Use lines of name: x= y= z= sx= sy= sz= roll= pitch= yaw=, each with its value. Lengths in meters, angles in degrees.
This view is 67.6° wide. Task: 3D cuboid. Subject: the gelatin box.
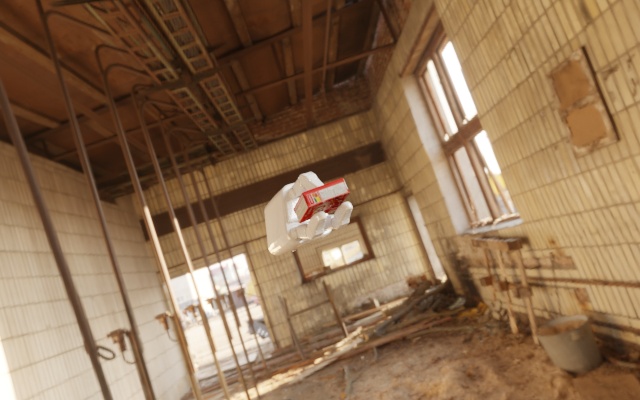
gelatin box: x=0.000 y=0.002 z=0.776 sx=0.073 sy=0.030 sz=0.089 roll=-20 pitch=-14 yaw=-19
